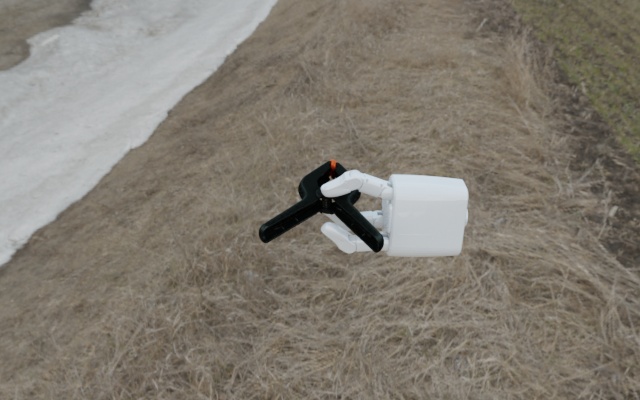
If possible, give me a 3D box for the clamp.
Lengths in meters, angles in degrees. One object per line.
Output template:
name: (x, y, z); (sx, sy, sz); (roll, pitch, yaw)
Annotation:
clamp: (0.000, 0.001, 0.696); (0.164, 0.036, 0.209); (2, 34, -1)
